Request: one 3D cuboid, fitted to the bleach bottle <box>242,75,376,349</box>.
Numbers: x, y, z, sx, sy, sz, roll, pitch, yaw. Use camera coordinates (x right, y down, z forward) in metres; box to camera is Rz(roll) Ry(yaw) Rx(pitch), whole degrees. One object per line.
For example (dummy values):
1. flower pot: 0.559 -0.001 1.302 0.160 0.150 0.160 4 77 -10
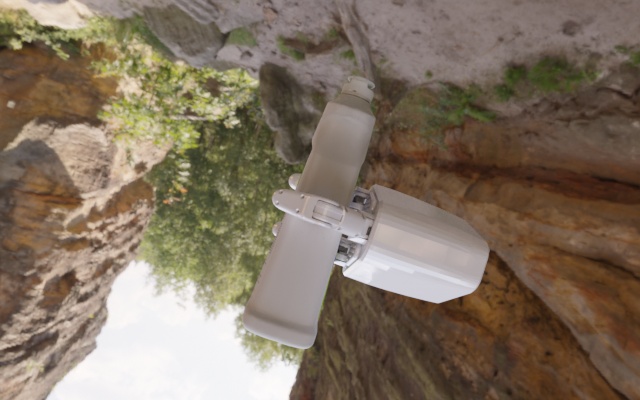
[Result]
1. bleach bottle: 0.000 0.002 0.451 0.068 0.251 0.102 19 -3 -3
